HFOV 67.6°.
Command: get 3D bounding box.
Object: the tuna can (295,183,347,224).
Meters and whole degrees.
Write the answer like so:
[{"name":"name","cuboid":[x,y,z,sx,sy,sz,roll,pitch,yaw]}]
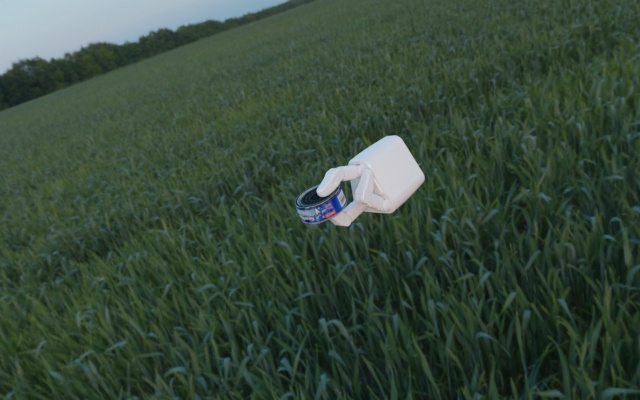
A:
[{"name":"tuna can","cuboid":[0.000,0.002,0.818,0.086,0.034,0.086,-20,25,10]}]
